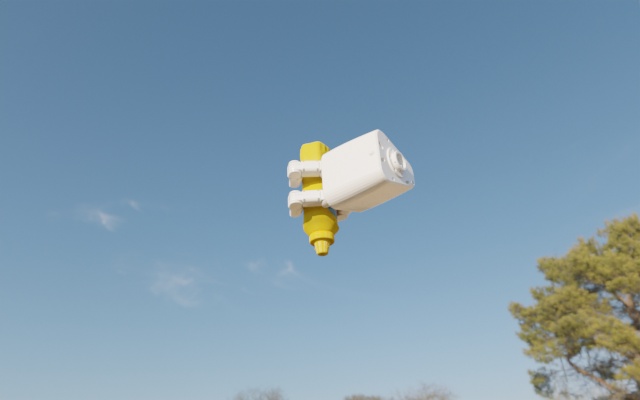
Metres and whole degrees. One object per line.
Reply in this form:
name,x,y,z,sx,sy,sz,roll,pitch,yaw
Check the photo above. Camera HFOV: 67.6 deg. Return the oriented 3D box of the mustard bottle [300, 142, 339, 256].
mustard bottle,0.000,0.003,0.807,0.058,0.191,0.096,-10,-30,11
